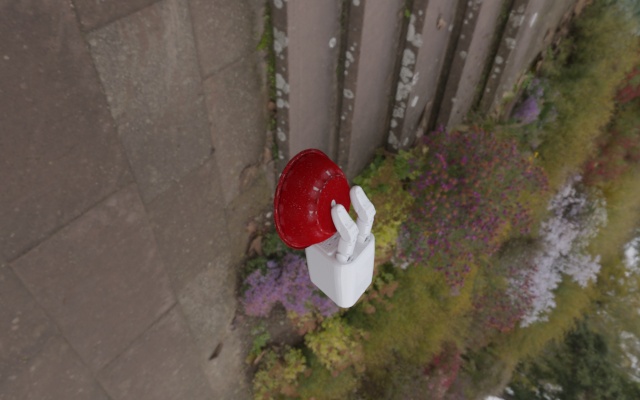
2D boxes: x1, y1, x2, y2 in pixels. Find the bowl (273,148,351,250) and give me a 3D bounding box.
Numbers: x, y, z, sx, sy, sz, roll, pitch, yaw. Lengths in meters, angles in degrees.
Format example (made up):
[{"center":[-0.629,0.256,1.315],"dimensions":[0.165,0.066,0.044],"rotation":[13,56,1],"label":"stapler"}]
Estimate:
[{"center":[0.000,0.002,0.737],"dimensions":[0.055,0.162,0.162],"rotation":[11,7,35],"label":"bowl"}]
